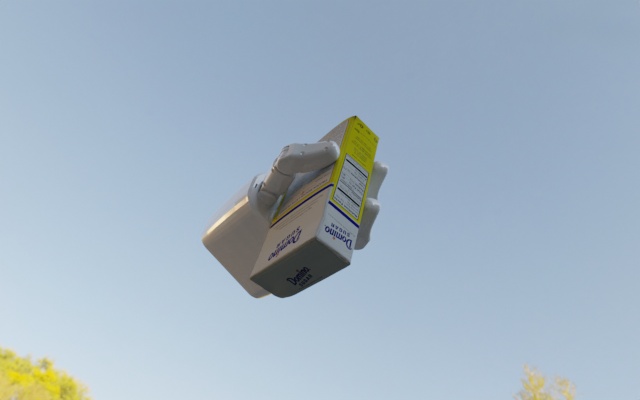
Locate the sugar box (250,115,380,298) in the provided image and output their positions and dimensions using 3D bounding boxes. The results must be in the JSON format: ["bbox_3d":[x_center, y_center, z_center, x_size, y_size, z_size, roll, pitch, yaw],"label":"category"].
[{"bbox_3d":[0.000,0.002,0.453,0.048,0.176,0.093,38,-48,-21],"label":"sugar box"}]
